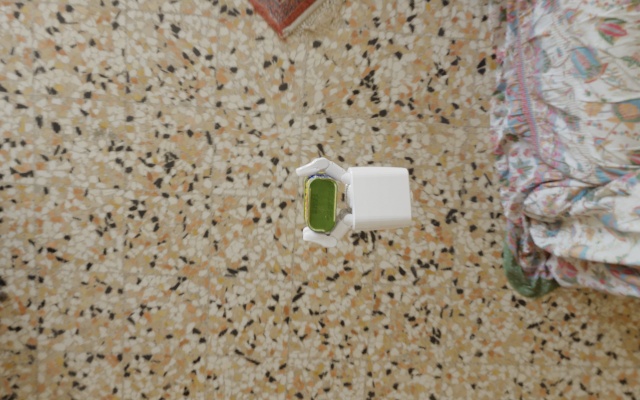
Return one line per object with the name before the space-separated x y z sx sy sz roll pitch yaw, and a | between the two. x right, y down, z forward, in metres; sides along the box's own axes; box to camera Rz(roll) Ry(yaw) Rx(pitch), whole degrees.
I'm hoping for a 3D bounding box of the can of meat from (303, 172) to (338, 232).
can of meat | 0.000 0.003 0.861 0.057 0.102 0.084 2 7 -5
